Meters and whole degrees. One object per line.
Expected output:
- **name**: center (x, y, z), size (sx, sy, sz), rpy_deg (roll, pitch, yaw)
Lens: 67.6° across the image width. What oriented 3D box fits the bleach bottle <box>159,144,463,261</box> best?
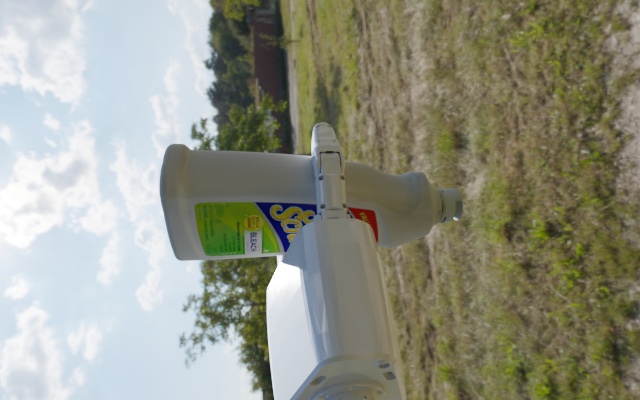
- **bleach bottle**: center (0.000, 0.001, 0.412), size (0.251, 0.103, 0.068), rpy_deg (-2, 45, -7)
